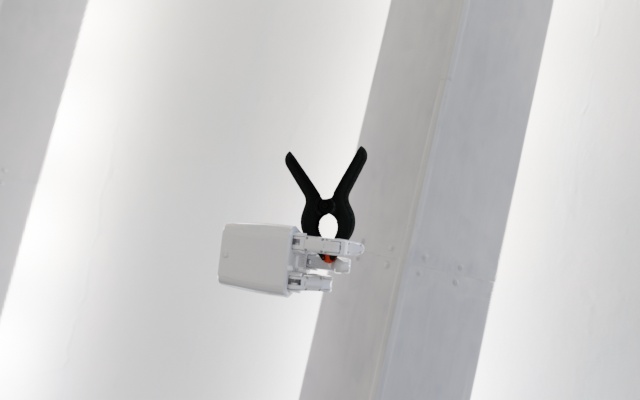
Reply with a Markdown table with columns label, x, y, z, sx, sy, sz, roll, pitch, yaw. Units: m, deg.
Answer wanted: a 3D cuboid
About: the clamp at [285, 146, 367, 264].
| label | x | y | z | sx | sy | sz | roll | pitch | yaw |
| --- | --- | --- | --- | --- | --- | --- | --- | --- | --- |
| clamp | 0.000 | 0.002 | 0.690 | 0.120 | 0.171 | 0.039 | 6 | -5 | 18 |
